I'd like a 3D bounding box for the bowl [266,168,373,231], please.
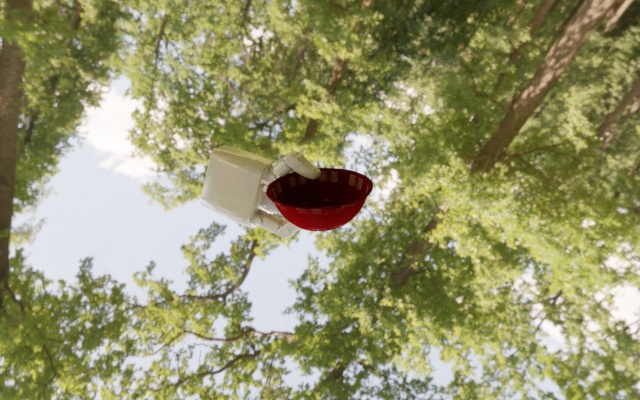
[{"bbox_3d":[0.001,0.003,0.728,0.162,0.055,0.162,-3,24,1],"label":"bowl"}]
